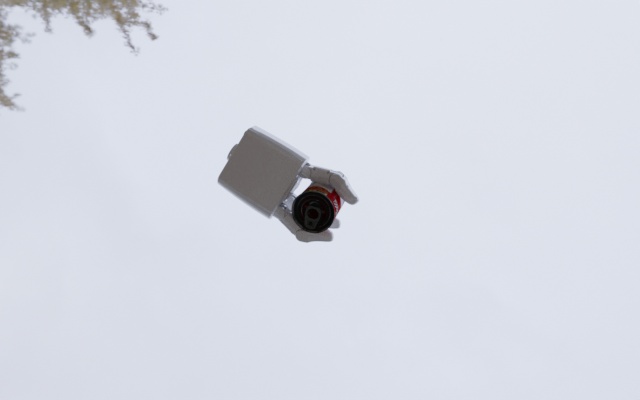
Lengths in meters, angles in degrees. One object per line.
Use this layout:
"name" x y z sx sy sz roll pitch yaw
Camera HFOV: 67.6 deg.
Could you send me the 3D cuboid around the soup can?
"soup can" 0.001 0.003 0.762 0.068 0.068 0.102 0 18 14
